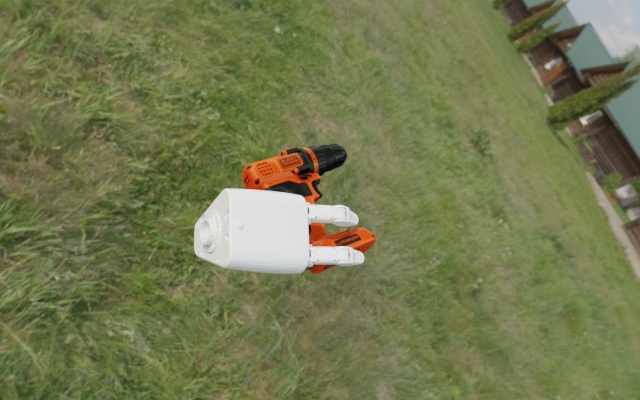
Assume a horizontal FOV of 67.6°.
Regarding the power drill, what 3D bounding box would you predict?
[{"bbox_3d":[0.000,0.003,0.707,0.184,0.187,0.057,-20,-23,-33],"label":"power drill"}]
